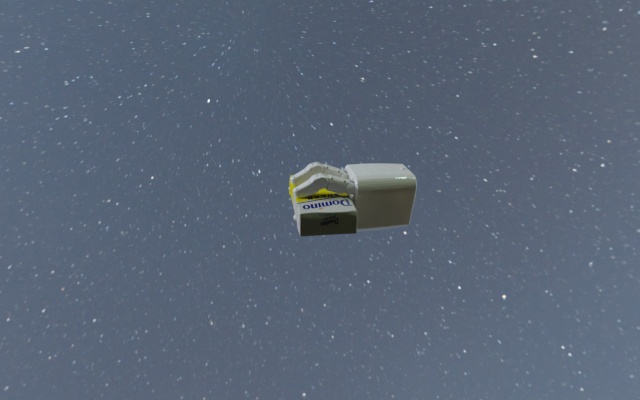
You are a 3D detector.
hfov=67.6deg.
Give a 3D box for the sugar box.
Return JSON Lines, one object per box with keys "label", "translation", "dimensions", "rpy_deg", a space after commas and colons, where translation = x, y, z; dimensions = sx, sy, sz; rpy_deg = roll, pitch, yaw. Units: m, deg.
{"label": "sugar box", "translation": [0.000, 0.002, 0.815], "dimensions": [0.093, 0.048, 0.176], "rpy_deg": [-3, 21, -9]}
